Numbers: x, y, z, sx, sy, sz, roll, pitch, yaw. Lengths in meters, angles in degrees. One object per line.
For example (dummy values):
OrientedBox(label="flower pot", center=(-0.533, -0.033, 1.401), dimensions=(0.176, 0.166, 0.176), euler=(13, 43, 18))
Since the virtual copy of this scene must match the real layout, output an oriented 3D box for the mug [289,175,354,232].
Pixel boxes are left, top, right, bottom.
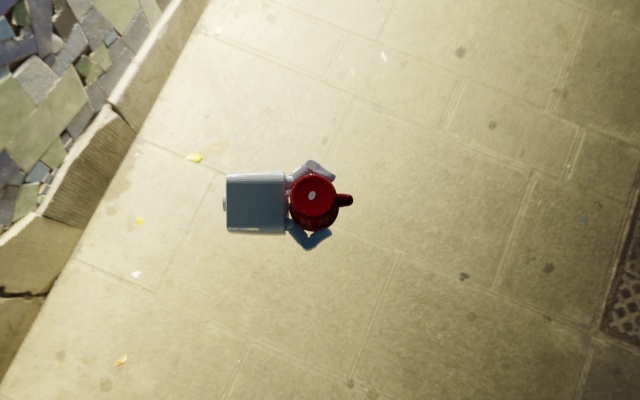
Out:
OrientedBox(label="mug", center=(0.002, 0.003, 0.845), dimensions=(0.117, 0.093, 0.081), euler=(-1, -14, 0))
